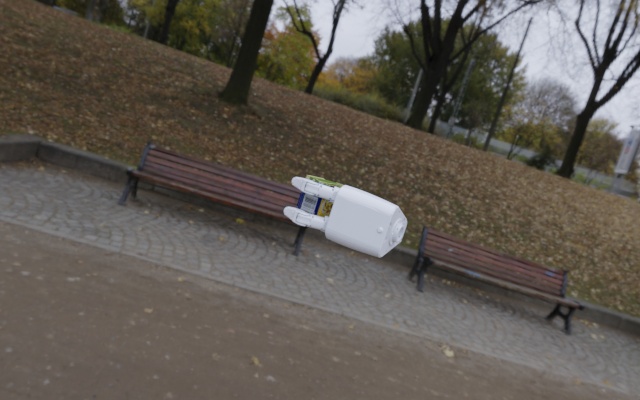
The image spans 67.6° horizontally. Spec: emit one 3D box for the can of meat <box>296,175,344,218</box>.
[{"bbox_3d":[0.000,0.003,0.885,0.057,0.084,0.102,21,7,28],"label":"can of meat"}]
